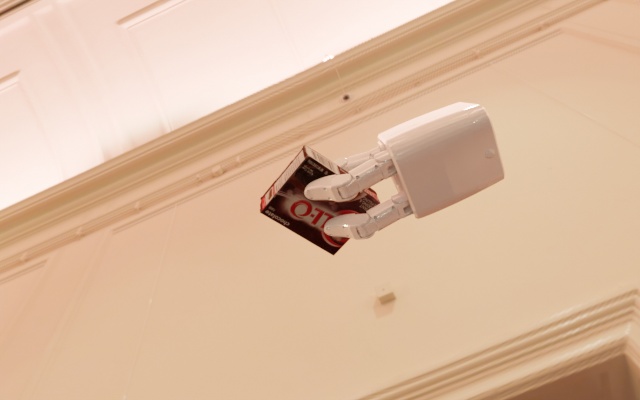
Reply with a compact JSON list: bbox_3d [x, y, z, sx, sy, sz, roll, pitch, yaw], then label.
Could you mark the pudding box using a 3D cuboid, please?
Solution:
[{"bbox_3d":[0.000,0.002,0.557,0.113,0.090,0.039,33,21,-22],"label":"pudding box"}]
